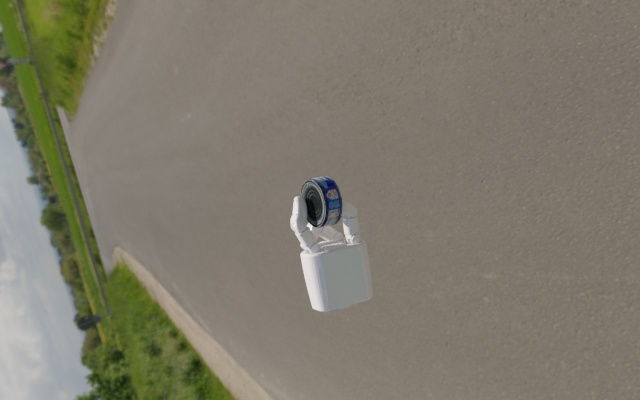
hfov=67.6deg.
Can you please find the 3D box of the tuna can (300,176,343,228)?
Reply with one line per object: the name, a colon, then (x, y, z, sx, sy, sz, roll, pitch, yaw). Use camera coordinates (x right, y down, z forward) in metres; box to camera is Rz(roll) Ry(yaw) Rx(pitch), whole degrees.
tuna can: (0.000, 0.003, 0.813, 0.034, 0.086, 0.086, -11, 6, -30)
